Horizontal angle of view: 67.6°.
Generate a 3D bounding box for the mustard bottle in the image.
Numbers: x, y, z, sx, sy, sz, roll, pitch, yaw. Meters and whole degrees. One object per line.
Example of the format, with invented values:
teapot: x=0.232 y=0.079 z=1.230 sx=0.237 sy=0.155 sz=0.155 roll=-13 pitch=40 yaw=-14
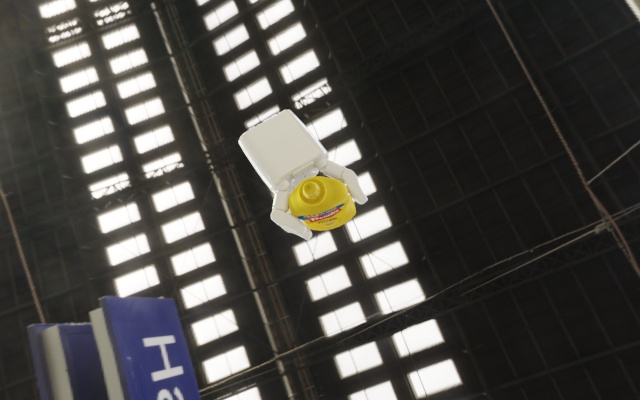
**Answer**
mustard bottle: x=0.000 y=0.003 z=0.768 sx=0.096 sy=0.058 sz=0.192 roll=-14 pitch=-15 yaw=6
